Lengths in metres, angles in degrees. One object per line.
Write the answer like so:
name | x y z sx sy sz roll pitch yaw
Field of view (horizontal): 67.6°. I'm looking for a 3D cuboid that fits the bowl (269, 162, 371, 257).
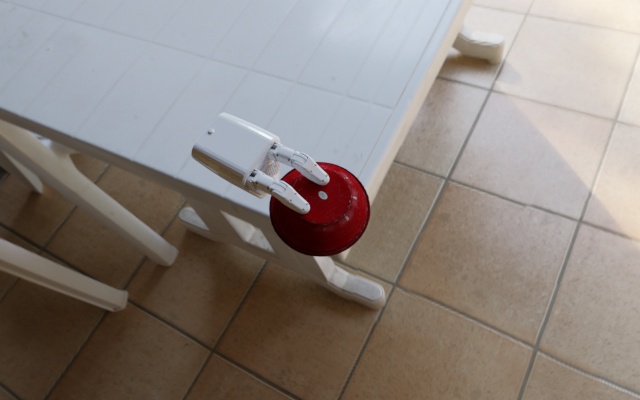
bowl | 0.001 0.003 0.736 0.162 0.162 0.055 0 -21 -3
